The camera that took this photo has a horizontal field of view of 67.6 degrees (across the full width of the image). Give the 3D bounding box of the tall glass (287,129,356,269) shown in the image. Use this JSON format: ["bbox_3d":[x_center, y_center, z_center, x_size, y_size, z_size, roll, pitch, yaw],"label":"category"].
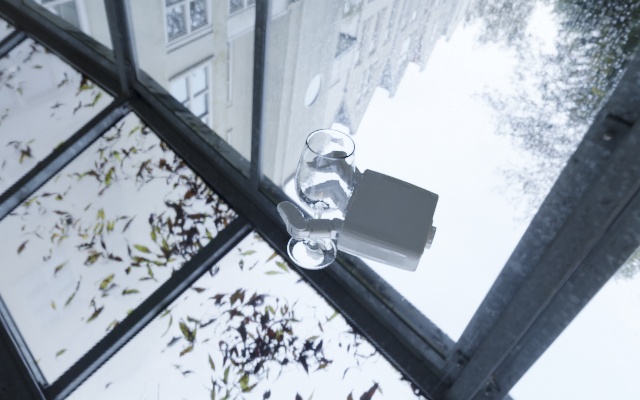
[{"bbox_3d":[0.000,0.003,0.650,0.079,0.201,0.079,5,43,-5],"label":"tall glass"}]
